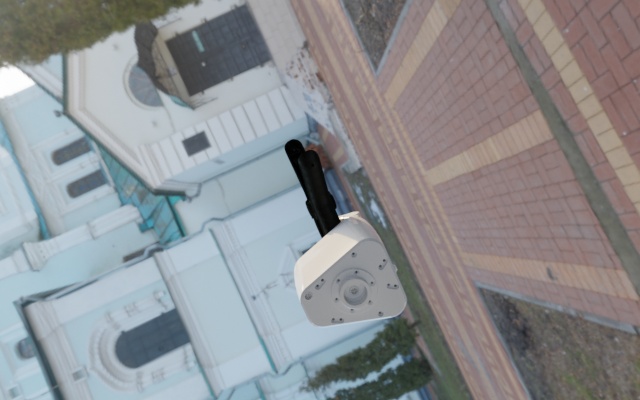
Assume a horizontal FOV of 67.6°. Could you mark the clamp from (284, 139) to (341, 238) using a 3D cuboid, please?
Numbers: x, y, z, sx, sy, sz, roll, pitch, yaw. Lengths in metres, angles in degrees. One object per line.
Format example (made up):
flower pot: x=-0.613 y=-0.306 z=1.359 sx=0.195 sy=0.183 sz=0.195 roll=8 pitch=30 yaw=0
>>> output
clamp: x=0.000 y=0.002 z=0.606 sx=0.039 sy=0.171 sz=0.120 roll=-25 pitch=10 yaw=-1
